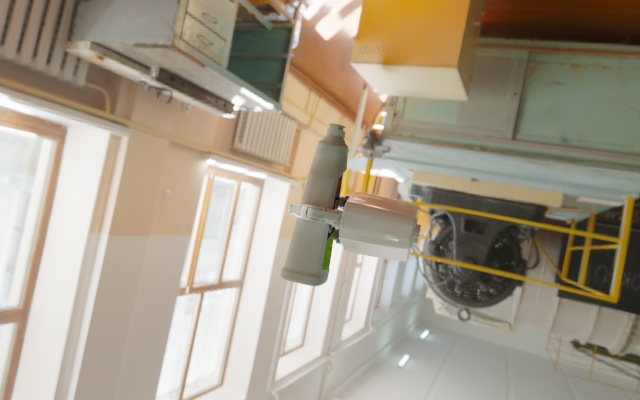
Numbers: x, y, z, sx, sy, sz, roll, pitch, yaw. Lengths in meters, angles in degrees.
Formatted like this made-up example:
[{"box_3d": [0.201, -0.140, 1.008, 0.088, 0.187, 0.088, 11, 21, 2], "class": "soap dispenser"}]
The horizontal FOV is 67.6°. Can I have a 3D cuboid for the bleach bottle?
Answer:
[{"box_3d": [0.000, 0.003, 0.753, 0.068, 0.251, 0.102, 11, -1, 12], "class": "bleach bottle"}]
